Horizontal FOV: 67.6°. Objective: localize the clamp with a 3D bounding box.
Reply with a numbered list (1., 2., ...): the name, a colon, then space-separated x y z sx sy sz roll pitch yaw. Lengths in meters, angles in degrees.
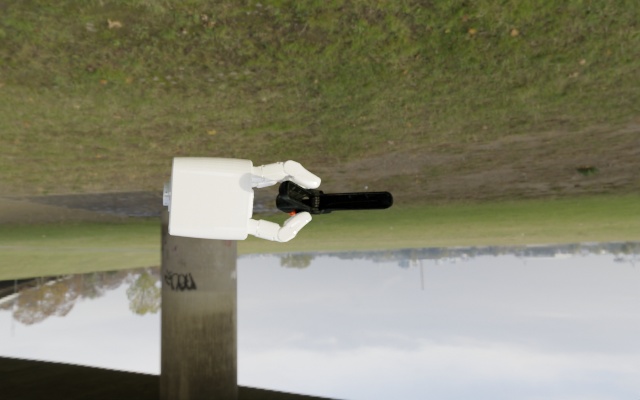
1. clamp: 0.000 0.003 0.715 0.164 0.036 0.210 6 -8 -16
